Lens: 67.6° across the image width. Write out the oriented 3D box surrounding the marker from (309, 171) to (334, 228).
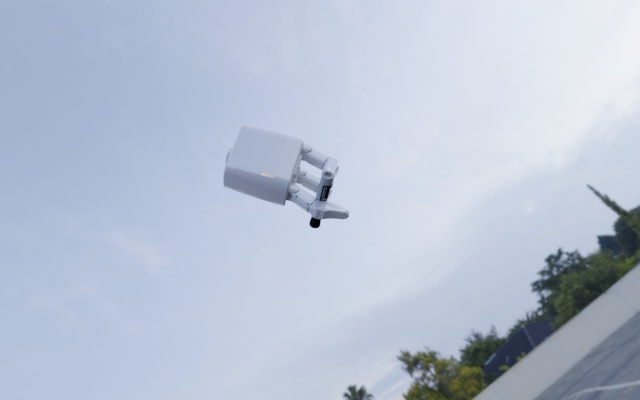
[{"bbox_3d":[0.000,0.002,0.753,0.020,0.020,0.121,0,-42,-14],"label":"marker"}]
